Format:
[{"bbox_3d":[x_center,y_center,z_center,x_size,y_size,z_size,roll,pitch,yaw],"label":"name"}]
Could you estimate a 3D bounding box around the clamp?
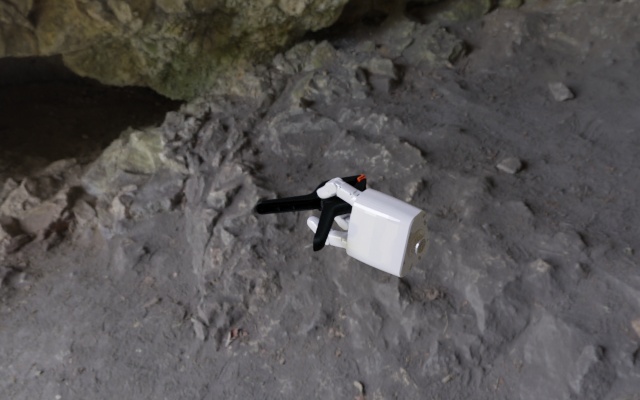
[{"bbox_3d":[0.001,0.002,0.859,0.164,0.036,0.210,25,43,33],"label":"clamp"}]
